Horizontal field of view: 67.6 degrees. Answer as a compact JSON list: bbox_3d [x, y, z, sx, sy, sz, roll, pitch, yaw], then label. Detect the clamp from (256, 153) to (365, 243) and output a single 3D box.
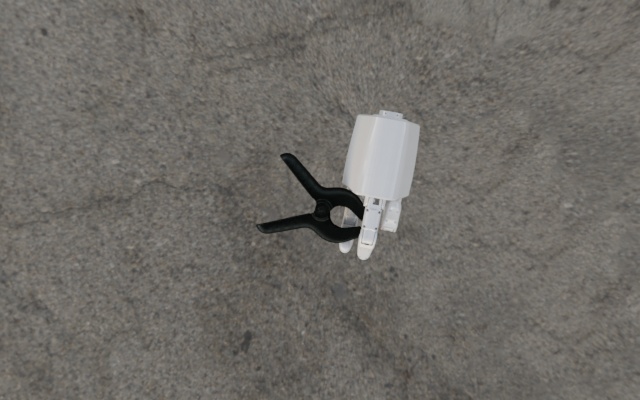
[{"bbox_3d":[0.000,0.002,0.680,0.171,0.120,0.039,11,9,4],"label":"clamp"}]
